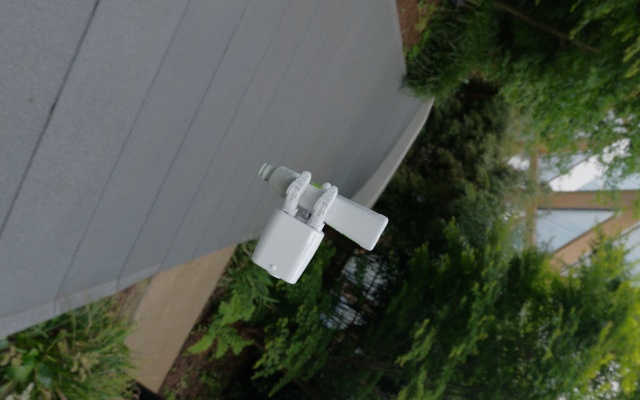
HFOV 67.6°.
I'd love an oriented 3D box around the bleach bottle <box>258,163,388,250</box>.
[{"bbox_3d":[0.000,0.003,0.887,0.251,0.068,0.102,29,3,9],"label":"bleach bottle"}]
